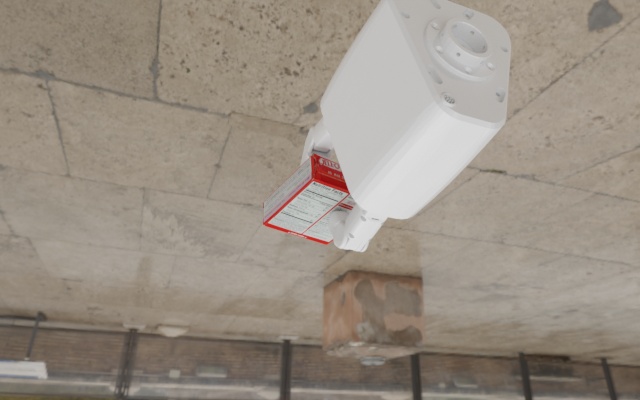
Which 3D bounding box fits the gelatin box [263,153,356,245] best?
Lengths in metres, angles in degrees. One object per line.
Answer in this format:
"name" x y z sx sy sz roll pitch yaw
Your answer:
"gelatin box" 0.000 0.002 0.434 0.073 0.030 0.089 19 -40 -29
